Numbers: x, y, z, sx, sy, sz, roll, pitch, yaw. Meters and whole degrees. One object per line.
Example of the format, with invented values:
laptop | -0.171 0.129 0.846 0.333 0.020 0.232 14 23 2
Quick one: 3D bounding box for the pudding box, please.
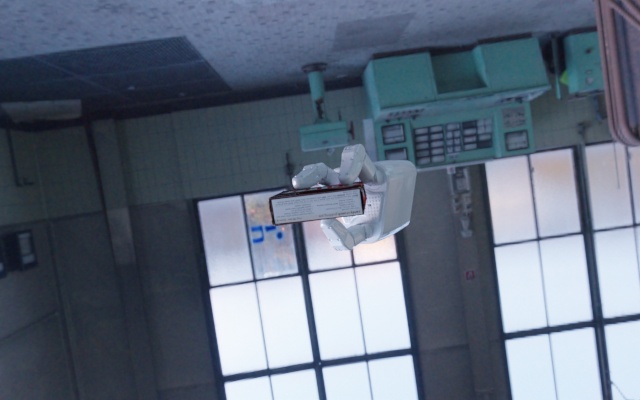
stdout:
pudding box | 0.000 0.002 0.596 0.113 0.039 0.090 -9 4 7
